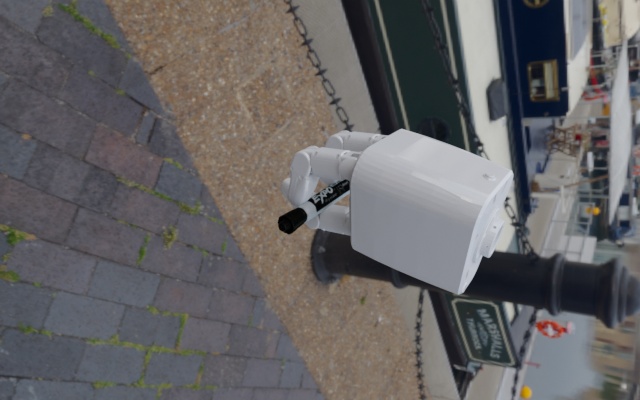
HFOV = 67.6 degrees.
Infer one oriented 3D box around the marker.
[{"bbox_3d":[0.000,0.001,0.465,0.020,0.020,0.121,0,22,37],"label":"marker"}]
